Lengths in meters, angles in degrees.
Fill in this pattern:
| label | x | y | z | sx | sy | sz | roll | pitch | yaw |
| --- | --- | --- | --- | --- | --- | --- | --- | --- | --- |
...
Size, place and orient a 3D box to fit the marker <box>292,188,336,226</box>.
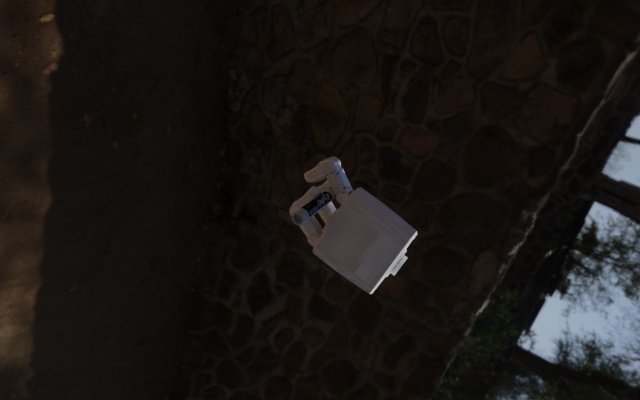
| label | x | y | z | sx | sy | sz | roll | pitch | yaw |
| --- | --- | --- | --- | --- | --- | --- | --- | --- | --- |
| marker | 0.000 | 0.002 | 0.662 | 0.020 | 0.020 | 0.121 | 0 | 21 | 32 |
